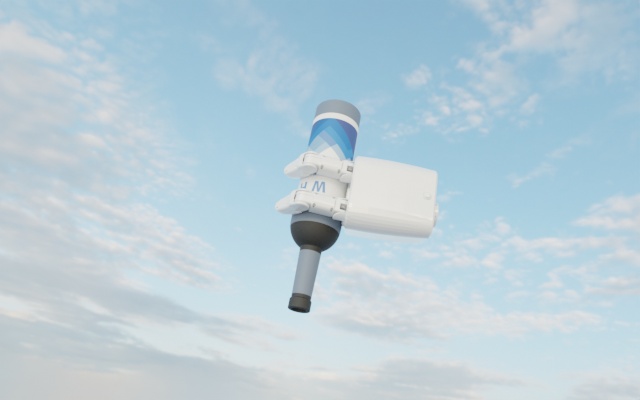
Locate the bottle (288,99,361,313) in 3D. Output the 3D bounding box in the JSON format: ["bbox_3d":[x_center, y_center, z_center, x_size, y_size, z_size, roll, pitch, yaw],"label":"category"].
[{"bbox_3d":[0.000,0.002,0.636,0.069,0.295,0.069,9,-26,5],"label":"bottle"}]
